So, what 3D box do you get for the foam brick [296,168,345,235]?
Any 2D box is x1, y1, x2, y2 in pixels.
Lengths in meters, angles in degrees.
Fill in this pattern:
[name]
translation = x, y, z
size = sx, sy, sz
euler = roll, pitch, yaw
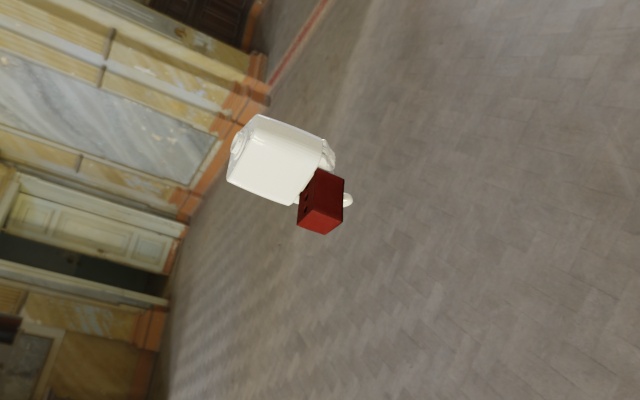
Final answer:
[foam brick]
translation = 0.000, 0.003, 0.709
size = 0.051, 0.078, 0.053
euler = 21, -38, -23
